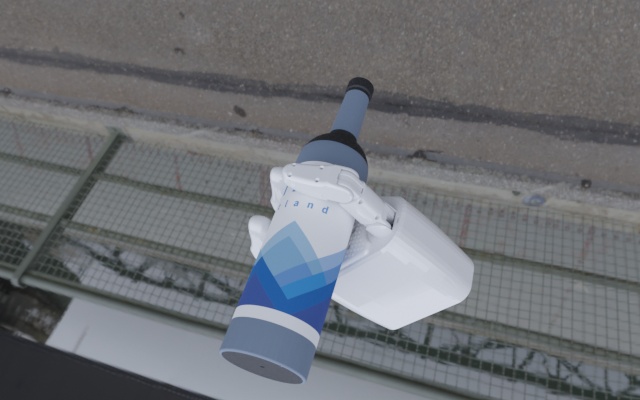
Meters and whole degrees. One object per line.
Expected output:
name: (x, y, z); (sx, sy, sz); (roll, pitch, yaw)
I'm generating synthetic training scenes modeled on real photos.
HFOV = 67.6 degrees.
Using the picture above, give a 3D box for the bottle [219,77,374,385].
bottle: (0.000, 0.002, 0.417); (0.069, 0.295, 0.069); (14, -31, 9)
